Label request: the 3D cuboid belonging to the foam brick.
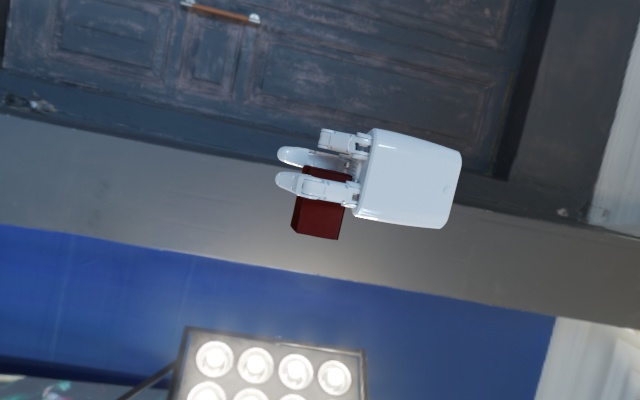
[{"bbox_3d":[0.000,0.002,0.558,0.051,0.078,0.053,12,6,-12],"label":"foam brick"}]
